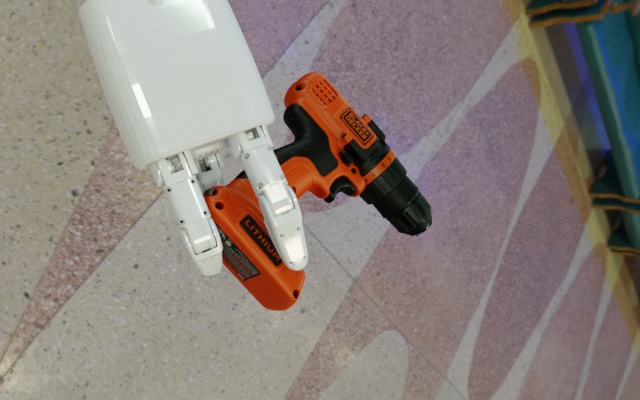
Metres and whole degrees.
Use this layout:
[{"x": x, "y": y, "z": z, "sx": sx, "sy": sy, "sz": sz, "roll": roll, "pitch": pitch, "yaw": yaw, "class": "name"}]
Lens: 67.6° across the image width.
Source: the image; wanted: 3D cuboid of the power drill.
[{"x": 0.000, "y": 0.001, "z": 0.406, "sx": 0.187, "sy": 0.184, "sz": 0.057, "roll": -47, "pitch": 7, "yaw": -36, "class": "power drill"}]
